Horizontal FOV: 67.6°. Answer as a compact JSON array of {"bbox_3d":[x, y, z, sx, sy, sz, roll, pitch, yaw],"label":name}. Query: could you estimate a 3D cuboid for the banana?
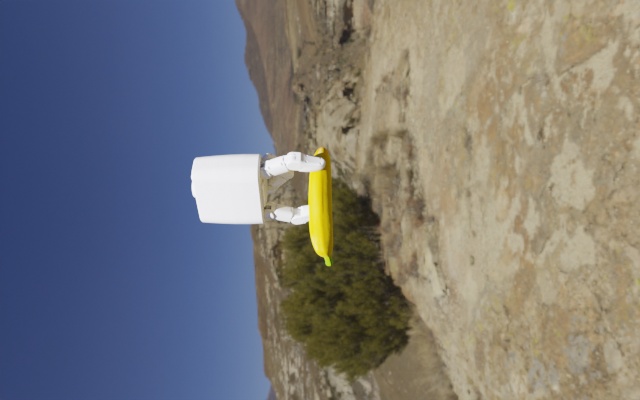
[{"bbox_3d":[0.000,0.002,0.755,0.037,0.197,0.070,-1,-12,0],"label":"banana"}]
